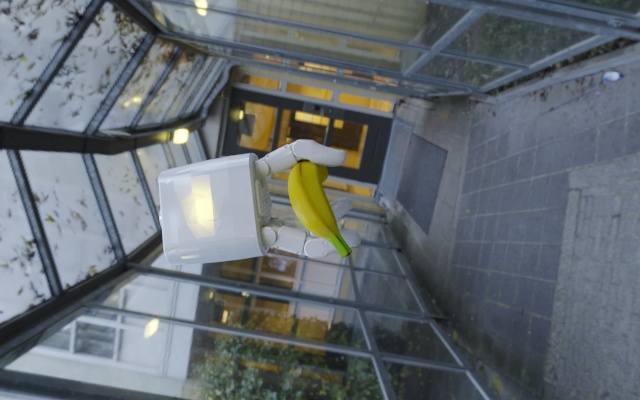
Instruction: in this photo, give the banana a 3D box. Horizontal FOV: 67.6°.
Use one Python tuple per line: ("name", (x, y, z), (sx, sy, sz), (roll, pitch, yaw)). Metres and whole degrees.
("banana", (-0.009, -0.011, 0.524), (0.037, 0.070, 0.197), (-28, 27, 9))
